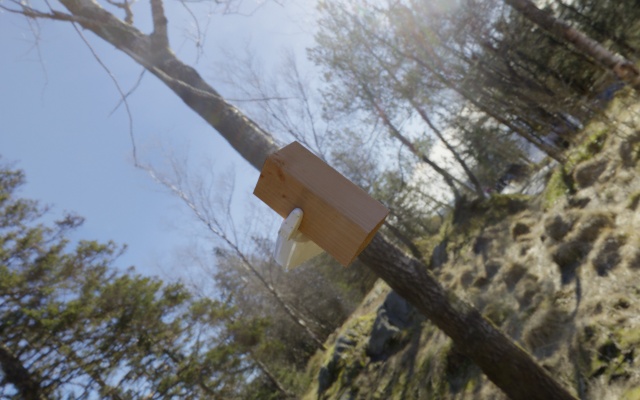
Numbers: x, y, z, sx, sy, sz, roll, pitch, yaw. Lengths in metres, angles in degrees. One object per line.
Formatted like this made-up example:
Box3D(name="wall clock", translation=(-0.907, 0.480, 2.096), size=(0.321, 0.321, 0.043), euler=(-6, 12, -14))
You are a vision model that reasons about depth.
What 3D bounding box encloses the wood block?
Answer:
Box3D(name="wood block", translation=(0.000, 0.003, 0.807), size=(0.206, 0.090, 0.090), euler=(37, 39, 11))
